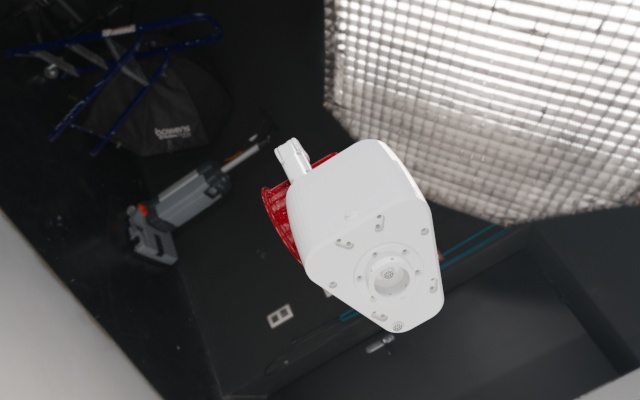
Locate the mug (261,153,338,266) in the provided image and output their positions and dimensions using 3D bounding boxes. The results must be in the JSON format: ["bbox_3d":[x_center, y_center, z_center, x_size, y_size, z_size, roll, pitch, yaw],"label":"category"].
[{"bbox_3d":[0.000,0.001,0.475,0.081,0.093,0.117,-31,28,7],"label":"mug"}]
